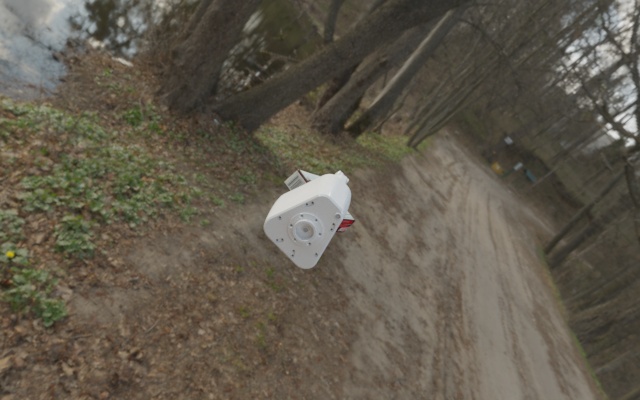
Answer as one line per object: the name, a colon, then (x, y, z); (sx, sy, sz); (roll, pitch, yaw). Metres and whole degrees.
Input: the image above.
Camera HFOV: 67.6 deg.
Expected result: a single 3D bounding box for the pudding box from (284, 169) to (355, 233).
pudding box: (0.000, 0.003, 0.820); (0.039, 0.113, 0.090); (-41, -21, 16)
